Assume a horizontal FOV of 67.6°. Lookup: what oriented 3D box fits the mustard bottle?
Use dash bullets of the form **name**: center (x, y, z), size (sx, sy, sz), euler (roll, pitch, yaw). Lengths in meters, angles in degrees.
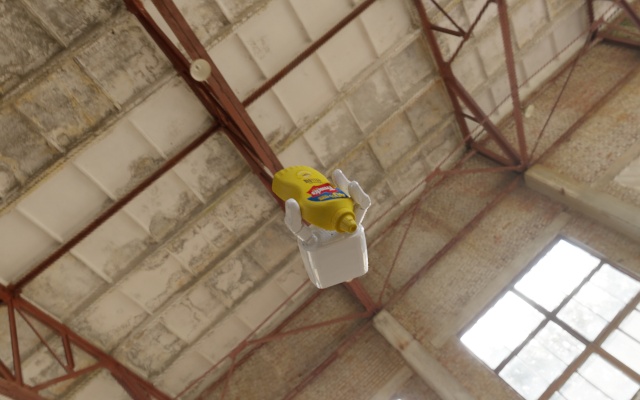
- **mustard bottle**: center (0.000, 0.002, 0.820), size (0.096, 0.058, 0.191), euler (-7, 30, -34)
